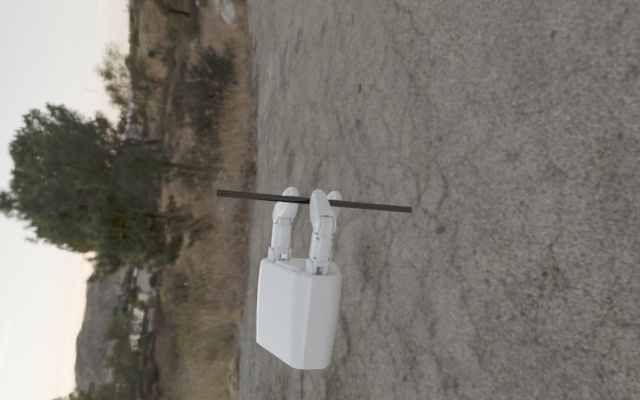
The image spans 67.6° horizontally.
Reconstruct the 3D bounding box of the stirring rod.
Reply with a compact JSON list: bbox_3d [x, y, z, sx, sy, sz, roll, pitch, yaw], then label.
[{"bbox_3d":[0.000,0.002,0.562,0.239,0.011,0.011,5,-2,-19],"label":"stirring rod"}]
